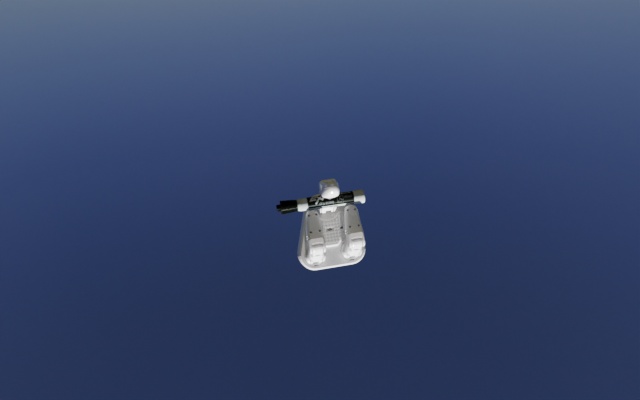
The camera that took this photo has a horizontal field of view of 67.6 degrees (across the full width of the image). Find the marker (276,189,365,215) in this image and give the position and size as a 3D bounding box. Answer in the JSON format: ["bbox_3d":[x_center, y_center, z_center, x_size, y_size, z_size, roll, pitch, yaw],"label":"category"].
[{"bbox_3d":[0.000,0.002,0.651,0.121,0.020,0.020,-8,1,-6],"label":"marker"}]
